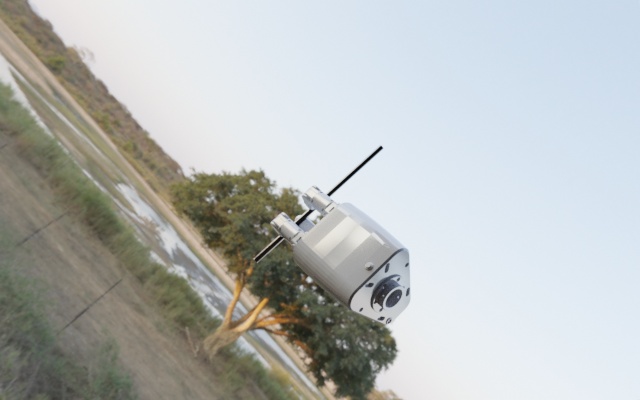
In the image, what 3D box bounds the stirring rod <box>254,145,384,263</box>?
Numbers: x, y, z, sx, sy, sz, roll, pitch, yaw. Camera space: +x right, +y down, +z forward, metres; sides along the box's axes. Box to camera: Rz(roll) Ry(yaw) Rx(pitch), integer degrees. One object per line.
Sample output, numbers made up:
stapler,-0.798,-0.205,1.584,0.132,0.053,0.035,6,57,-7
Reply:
stirring rod,0.000,0.002,0.664,0.239,0.011,0.011,-42,9,-11
